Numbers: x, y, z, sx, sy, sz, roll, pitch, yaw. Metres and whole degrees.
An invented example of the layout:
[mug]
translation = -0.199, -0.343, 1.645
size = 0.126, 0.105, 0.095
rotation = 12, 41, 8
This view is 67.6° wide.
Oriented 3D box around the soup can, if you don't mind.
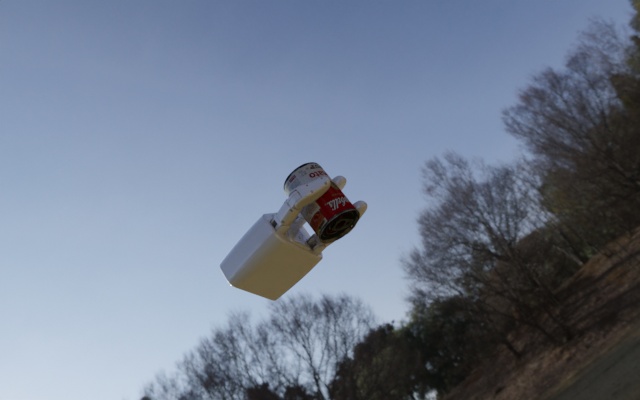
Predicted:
[soup can]
translation = 0.000, 0.002, 0.688
size = 0.068, 0.068, 0.102
rotation = 0, 44, -49
